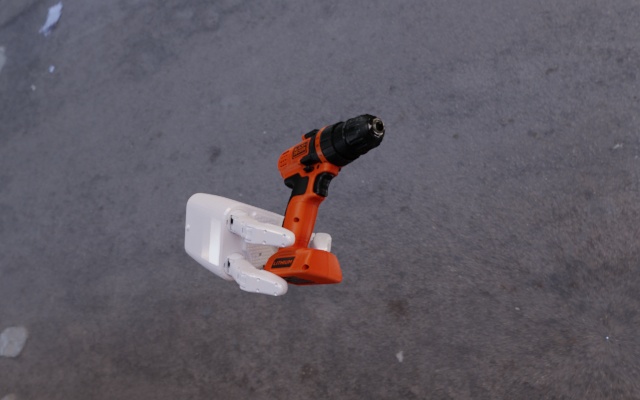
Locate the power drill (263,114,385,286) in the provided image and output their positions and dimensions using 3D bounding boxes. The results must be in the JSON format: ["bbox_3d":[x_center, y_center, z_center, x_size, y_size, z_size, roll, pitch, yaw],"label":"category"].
[{"bbox_3d":[0.000,0.002,0.558,0.057,0.187,0.184,22,-23,-29],"label":"power drill"}]
